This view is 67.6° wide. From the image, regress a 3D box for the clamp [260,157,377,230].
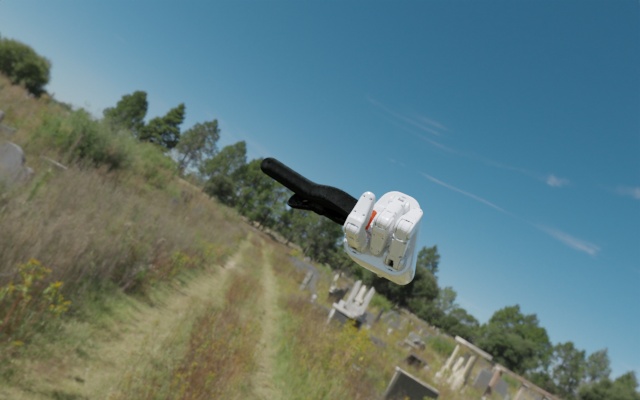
[{"bbox_3d":[0.001,0.002,0.674,0.171,0.039,0.120,28,-11,22],"label":"clamp"}]
